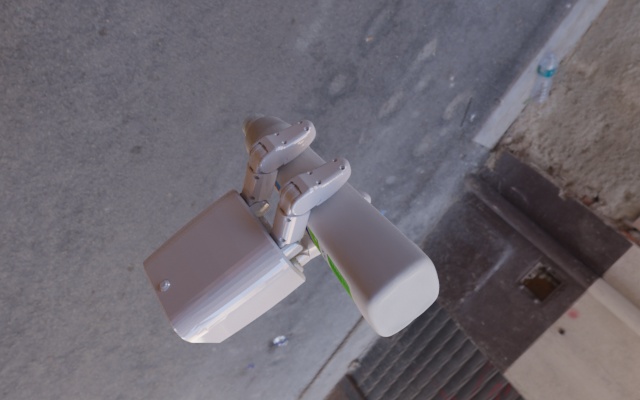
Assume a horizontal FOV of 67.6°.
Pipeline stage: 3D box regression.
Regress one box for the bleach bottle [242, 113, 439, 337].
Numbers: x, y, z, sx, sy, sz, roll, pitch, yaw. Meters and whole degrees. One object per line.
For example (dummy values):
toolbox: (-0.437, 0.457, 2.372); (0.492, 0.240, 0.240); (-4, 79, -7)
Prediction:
bleach bottle: (0.000, 0.001, 0.443); (0.068, 0.250, 0.103); (-37, -34, -6)
